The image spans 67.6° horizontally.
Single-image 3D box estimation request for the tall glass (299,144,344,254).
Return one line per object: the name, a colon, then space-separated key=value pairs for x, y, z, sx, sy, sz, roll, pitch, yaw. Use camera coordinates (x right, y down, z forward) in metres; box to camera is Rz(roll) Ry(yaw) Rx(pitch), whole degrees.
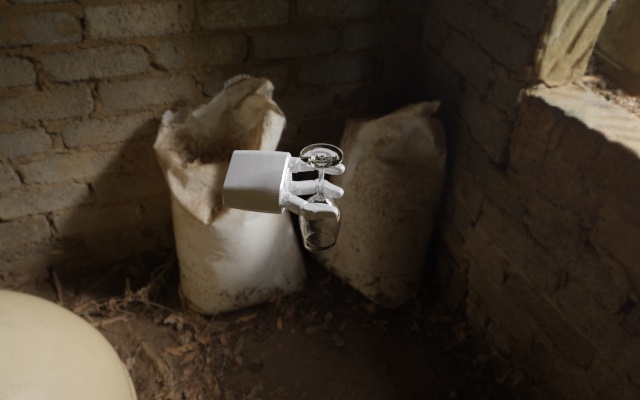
tall glass: x=0.000 y=0.002 z=0.858 sx=0.079 sy=0.201 sz=0.079 roll=1 pitch=38 yaw=0
